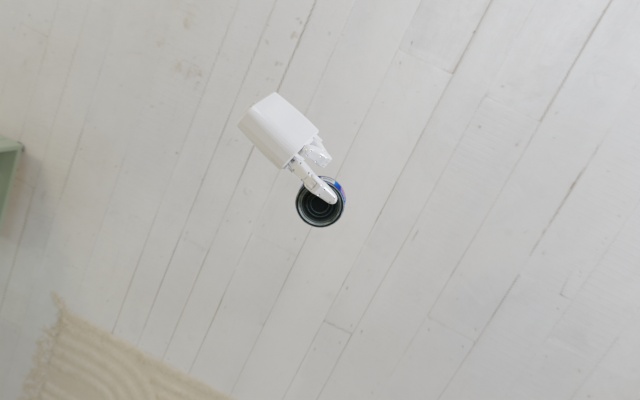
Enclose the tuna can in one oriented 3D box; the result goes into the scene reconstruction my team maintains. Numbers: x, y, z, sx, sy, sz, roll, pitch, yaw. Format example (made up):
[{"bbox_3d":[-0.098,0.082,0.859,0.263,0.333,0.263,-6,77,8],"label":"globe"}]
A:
[{"bbox_3d":[0.000,0.003,0.818,0.086,0.086,0.033,0,16,6],"label":"tuna can"}]
